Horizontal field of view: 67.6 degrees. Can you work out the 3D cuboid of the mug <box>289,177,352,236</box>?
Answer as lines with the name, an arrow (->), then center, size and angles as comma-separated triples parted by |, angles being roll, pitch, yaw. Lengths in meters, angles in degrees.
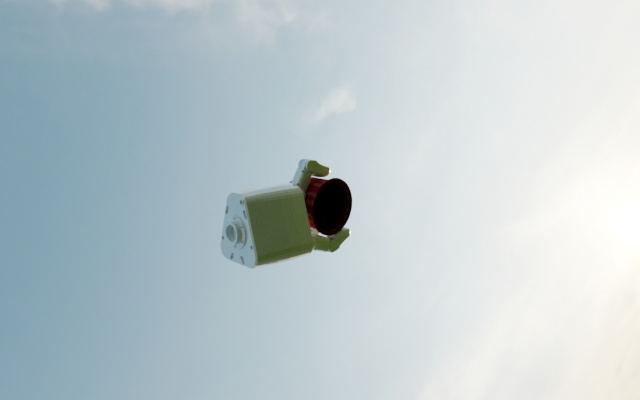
mug -> 0.001, 0.002, 0.791 | 0.081, 0.093, 0.117 | 13, 15, 43
